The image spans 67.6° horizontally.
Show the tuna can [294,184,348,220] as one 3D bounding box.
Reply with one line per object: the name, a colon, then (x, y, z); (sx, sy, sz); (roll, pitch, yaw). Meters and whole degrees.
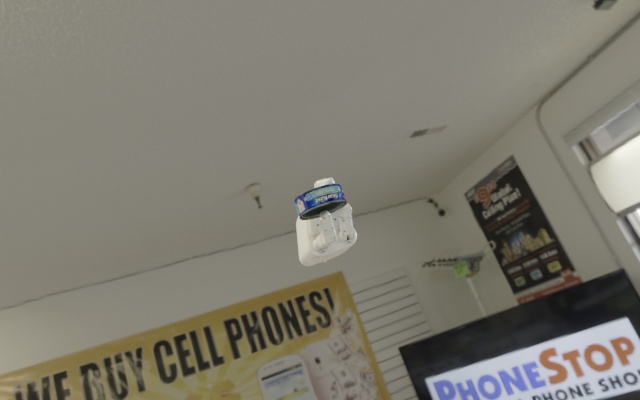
tuna can: (0.000, 0.002, 0.808); (0.086, 0.033, 0.086); (-18, -13, -4)
